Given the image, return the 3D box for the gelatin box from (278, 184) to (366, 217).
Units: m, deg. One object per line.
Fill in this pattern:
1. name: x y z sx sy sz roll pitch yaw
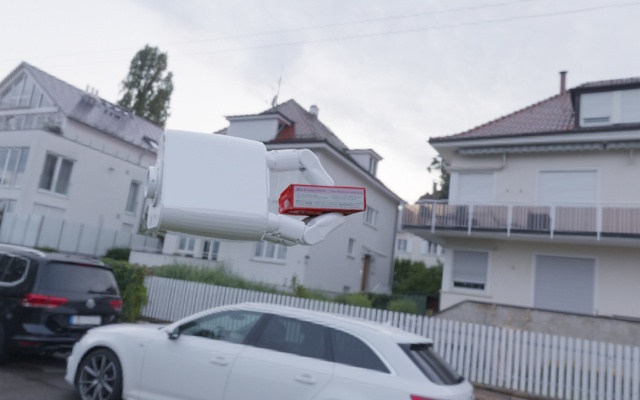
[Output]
1. gelatin box: 0.000 0.001 0.558 0.089 0.030 0.073 2 -7 -14
